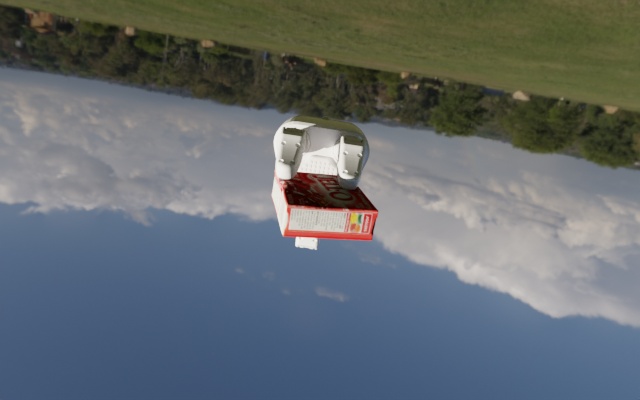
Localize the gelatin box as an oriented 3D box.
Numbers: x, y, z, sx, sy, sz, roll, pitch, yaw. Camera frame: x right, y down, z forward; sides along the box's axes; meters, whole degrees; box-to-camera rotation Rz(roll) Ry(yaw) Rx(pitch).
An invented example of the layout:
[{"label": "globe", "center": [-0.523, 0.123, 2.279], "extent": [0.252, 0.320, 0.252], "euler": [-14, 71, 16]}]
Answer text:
[{"label": "gelatin box", "center": [0.000, 0.002, 0.404], "extent": [0.073, 0.030, 0.089], "euler": [4, 21, -13]}]
